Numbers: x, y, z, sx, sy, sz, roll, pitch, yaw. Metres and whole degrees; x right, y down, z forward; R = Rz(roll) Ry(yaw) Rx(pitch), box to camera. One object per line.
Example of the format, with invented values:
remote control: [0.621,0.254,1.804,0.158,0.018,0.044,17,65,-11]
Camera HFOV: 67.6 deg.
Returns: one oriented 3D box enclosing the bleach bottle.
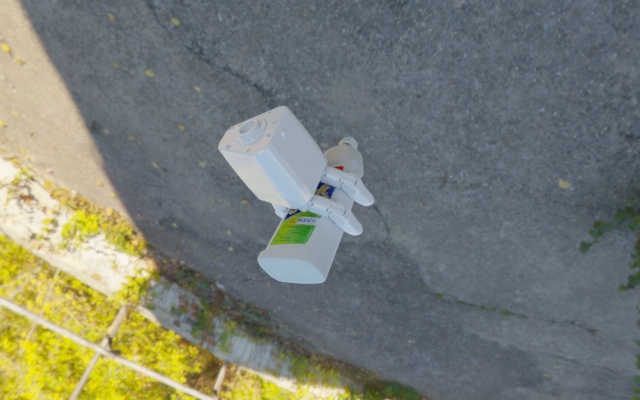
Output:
bleach bottle: [0.000,0.002,0.727,0.102,0.250,0.068,-3,-41,34]
